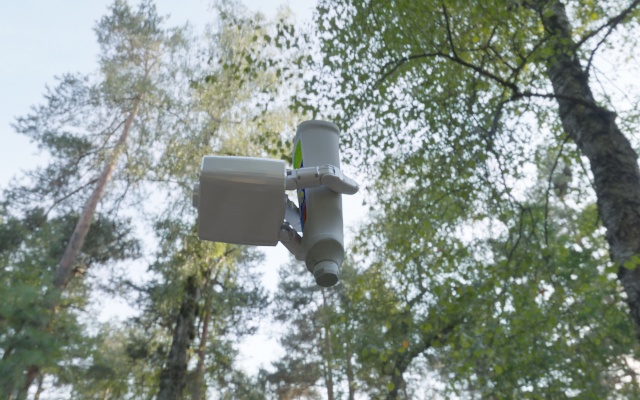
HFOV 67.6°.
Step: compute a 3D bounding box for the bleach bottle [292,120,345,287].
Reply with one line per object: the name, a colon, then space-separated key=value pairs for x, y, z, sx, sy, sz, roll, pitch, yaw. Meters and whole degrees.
bleach bottle: x=0.000 y=0.002 z=0.659 sx=0.068 sy=0.250 sz=0.103 roll=4 pitch=-46 yaw=-10
